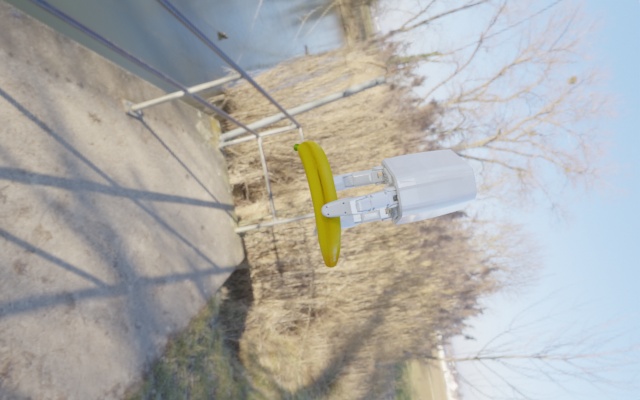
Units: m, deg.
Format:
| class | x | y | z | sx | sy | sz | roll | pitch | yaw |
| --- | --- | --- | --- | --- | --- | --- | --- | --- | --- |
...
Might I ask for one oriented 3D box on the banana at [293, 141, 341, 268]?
| class | x | y | z | sx | sy | sz | roll | pitch | yaw |
| --- | --- | --- | --- | --- | --- | --- | --- | --- | --- |
| banana | 0.001 | -0.008 | 0.669 | 0.037 | 0.197 | 0.070 | -10 | -19 | -11 |
